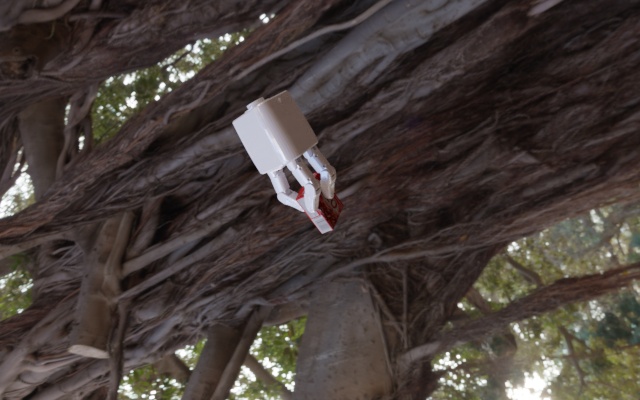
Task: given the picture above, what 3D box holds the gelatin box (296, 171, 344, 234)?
[{"bbox_3d":[0.000,0.003,0.869,0.030,0.089,0.073,-21,28,34],"label":"gelatin box"}]
